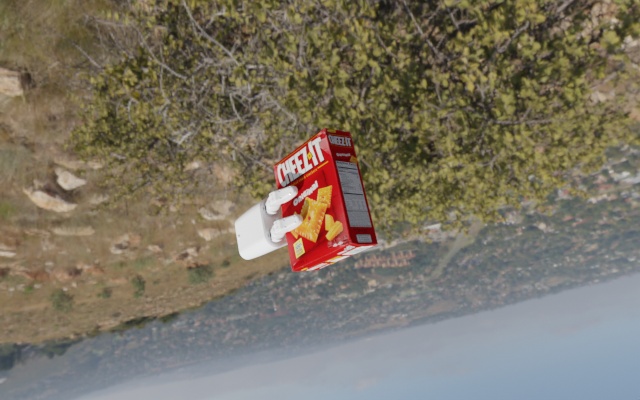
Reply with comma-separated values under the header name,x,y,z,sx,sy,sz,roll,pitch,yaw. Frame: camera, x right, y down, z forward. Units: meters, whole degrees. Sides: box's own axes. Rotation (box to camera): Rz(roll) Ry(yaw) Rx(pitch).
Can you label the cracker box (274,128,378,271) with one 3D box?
name,x,y,z,sx,sy,sz,roll,pitch,yaw
cracker box,0.000,0.003,0.857,0.072,0.213,0.164,4,-24,-41
